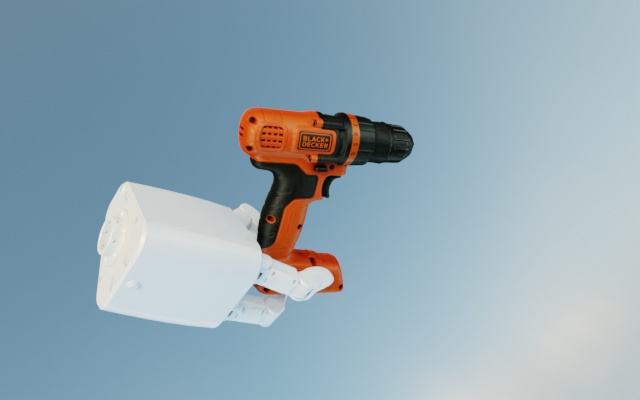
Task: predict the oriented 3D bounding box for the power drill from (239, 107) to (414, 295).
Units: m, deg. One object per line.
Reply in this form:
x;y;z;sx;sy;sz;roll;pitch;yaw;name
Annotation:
0.000;0.002;0.494;0.184;0.188;0.057;3;17;-21;power drill
